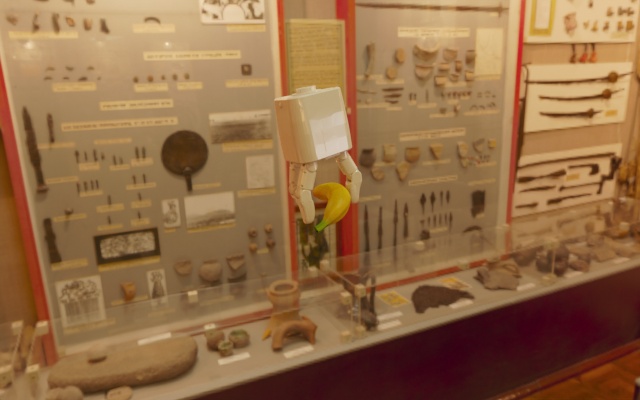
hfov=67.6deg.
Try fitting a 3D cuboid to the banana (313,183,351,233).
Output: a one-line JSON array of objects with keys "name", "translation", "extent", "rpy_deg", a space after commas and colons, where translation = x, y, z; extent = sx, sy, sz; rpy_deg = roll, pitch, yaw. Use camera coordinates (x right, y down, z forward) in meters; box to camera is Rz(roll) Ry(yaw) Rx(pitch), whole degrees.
[{"name": "banana", "translation": [0.018, -0.002, 0.830], "extent": [0.069, 0.037, 0.197], "rpy_deg": [-18, 16, 5]}]
